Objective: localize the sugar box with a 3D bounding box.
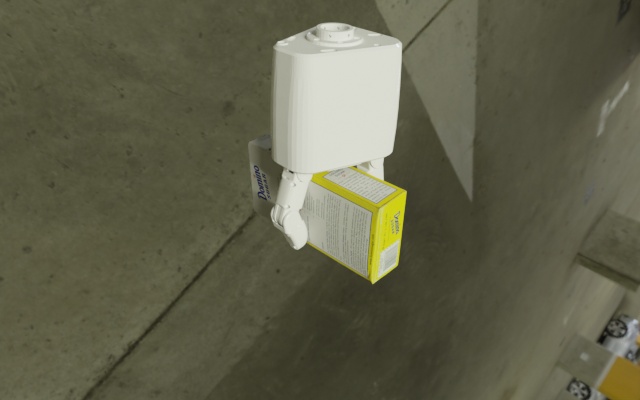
[{"bbox_3d":[0.001,0.001,0.485,0.048,0.093,0.176,-29,44,-35],"label":"sugar box"}]
